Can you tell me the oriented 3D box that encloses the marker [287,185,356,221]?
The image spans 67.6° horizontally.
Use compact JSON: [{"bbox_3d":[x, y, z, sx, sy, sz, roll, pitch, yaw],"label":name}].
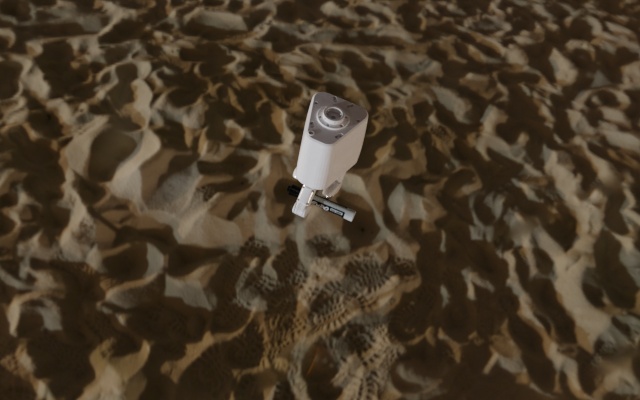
[{"bbox_3d":[0.000,0.003,0.794,0.121,0.020,0.020,23,3,7],"label":"marker"}]
